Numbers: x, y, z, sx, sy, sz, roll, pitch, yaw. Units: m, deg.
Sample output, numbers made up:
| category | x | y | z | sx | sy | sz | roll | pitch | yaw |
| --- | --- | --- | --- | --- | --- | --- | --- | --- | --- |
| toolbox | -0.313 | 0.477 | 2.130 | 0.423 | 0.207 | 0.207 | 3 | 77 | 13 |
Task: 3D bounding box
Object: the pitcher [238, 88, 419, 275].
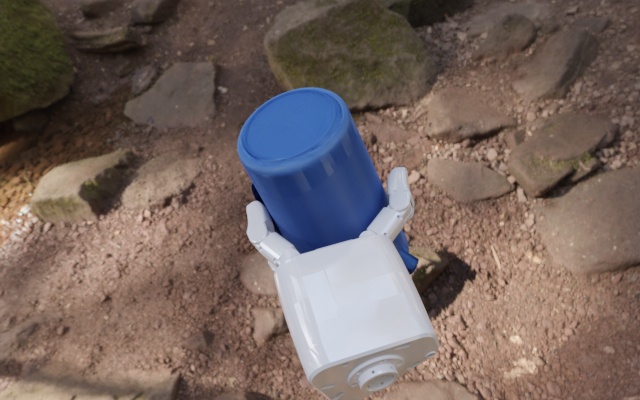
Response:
| category | x | y | z | sx | sy | sz | roll | pitch | yaw |
| --- | --- | --- | --- | --- | --- | --- | --- | --- | --- |
| pitcher | 0.000 | 0.002 | 0.516 | 0.149 | 0.145 | 0.243 | -24 | -42 | 3 |
